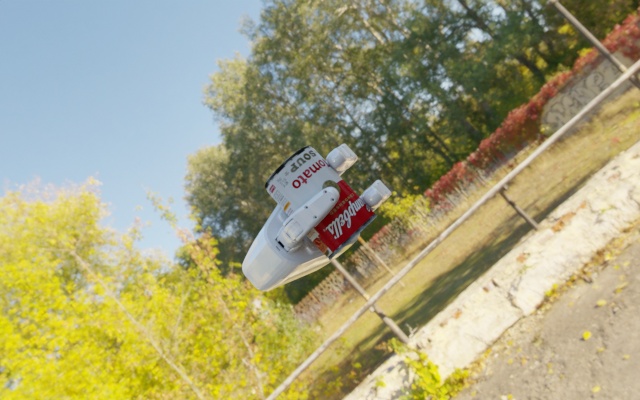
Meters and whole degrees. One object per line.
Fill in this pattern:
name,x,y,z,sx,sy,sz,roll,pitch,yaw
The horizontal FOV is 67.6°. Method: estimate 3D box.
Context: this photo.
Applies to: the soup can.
soup can,0.000,0.001,0.495,0.068,0.102,0.068,-42,-5,-5
